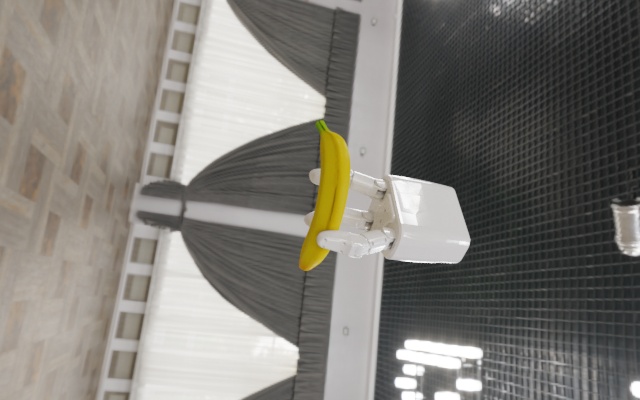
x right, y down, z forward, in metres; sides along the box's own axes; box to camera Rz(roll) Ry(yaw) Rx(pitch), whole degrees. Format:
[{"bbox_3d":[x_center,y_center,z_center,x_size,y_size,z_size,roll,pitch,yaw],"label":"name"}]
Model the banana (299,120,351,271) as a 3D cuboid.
[{"bbox_3d":[0.007,0.003,0.595,0.037,0.198,0.069,5,10,-21],"label":"banana"}]
